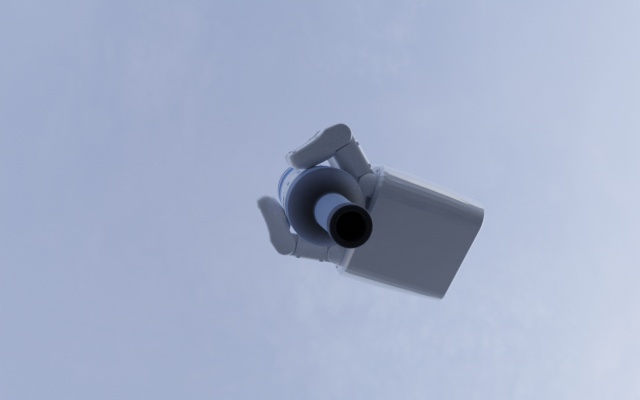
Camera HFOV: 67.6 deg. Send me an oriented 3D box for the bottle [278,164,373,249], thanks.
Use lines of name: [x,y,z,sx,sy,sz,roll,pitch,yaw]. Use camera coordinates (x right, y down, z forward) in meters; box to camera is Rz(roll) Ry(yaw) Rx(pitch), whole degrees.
bottle: [0.000,0.001,0.433,0.069,0.069,0.295,0,6,-7]
